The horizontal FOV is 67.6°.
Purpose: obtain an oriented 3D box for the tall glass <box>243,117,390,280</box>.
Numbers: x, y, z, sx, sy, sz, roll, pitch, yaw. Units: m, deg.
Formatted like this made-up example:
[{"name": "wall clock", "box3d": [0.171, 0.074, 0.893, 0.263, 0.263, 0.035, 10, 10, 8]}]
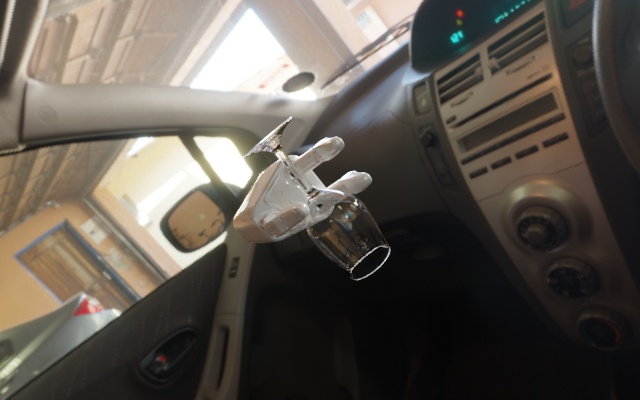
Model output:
[{"name": "tall glass", "box3d": [0.000, 0.001, 0.573, 0.079, 0.201, 0.079, -38, 11, 9]}]
